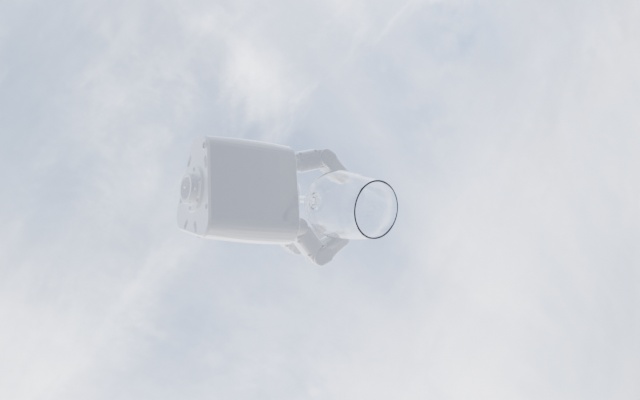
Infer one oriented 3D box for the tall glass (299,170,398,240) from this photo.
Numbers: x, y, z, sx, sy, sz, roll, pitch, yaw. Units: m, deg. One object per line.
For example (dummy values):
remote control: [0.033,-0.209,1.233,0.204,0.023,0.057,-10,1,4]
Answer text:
tall glass: [0.000,0.002,0.572,0.079,0.079,0.201,0,4,-36]
